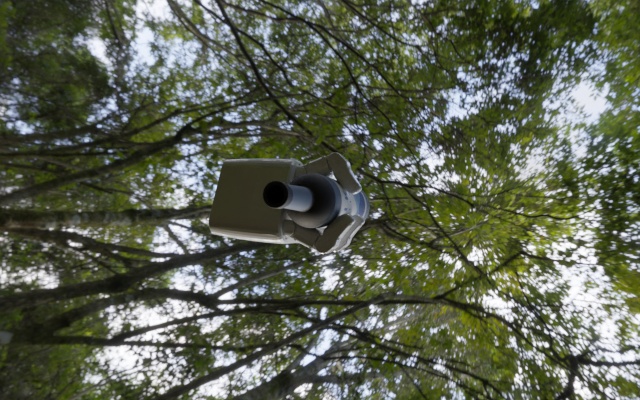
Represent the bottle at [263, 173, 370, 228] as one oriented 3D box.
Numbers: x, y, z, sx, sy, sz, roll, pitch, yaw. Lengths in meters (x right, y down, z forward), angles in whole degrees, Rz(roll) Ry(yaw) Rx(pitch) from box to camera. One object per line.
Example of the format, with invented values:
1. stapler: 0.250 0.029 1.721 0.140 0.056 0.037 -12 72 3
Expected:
1. bottle: 0.000 0.002 0.611 0.069 0.069 0.296 0 -3 18
